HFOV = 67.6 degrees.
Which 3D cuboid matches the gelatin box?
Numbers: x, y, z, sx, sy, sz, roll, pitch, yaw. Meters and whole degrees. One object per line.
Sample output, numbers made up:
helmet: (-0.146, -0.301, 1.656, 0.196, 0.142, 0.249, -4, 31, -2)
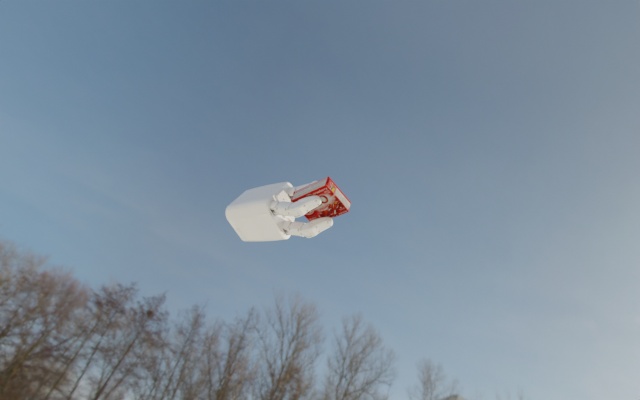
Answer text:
gelatin box: (0.001, 0.003, 0.897, 0.089, 0.073, 0.030, -23, 32, 32)
